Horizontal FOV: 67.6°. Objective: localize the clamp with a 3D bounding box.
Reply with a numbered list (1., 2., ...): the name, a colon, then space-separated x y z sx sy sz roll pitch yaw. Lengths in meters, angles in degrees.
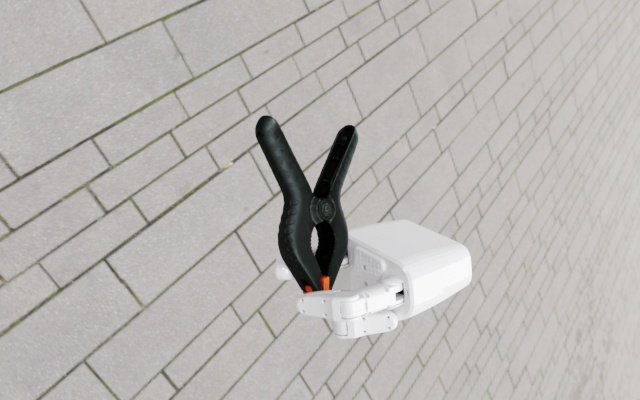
1. clamp: 0.000 0.002 0.455 0.120 0.171 0.039 -13 10 -37
